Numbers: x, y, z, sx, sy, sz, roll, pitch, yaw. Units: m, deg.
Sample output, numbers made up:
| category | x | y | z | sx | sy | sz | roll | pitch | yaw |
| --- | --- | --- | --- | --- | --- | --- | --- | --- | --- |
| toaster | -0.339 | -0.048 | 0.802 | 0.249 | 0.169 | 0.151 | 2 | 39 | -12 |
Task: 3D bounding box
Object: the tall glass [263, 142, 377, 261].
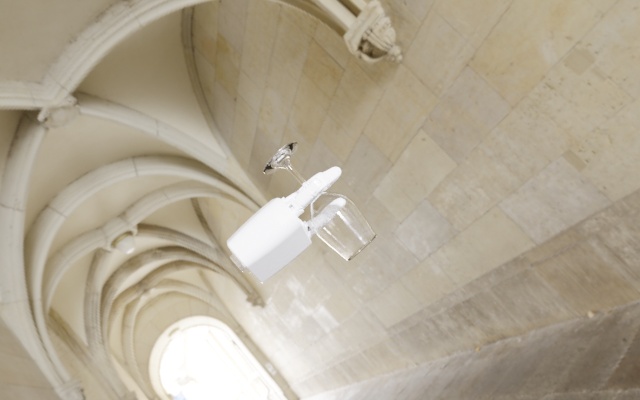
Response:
| category | x | y | z | sx | sy | sz | roll | pitch | yaw |
| --- | --- | --- | --- | --- | --- | --- | --- | --- | --- |
| tall glass | 0.000 | 0.002 | 0.765 | 0.079 | 0.201 | 0.079 | -41 | -11 | -9 |
